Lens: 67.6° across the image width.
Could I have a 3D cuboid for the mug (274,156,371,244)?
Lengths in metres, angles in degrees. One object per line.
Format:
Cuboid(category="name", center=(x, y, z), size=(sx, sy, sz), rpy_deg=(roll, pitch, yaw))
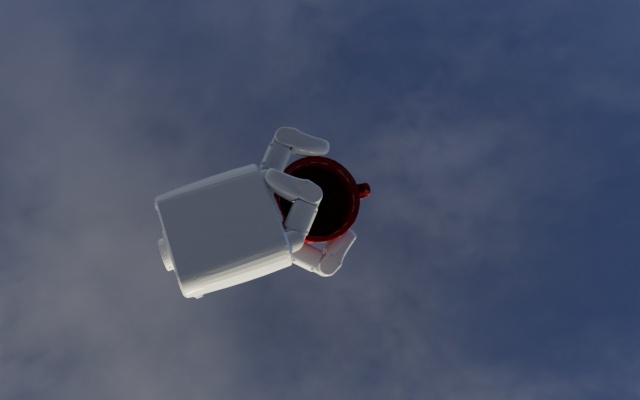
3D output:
Cuboid(category="mug", center=(0.001, 0.001, 0.543), size=(0.117, 0.093, 0.081), rpy_deg=(-17, -6, -14))
